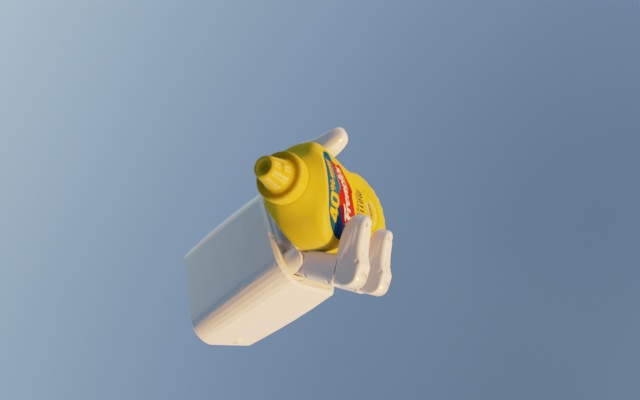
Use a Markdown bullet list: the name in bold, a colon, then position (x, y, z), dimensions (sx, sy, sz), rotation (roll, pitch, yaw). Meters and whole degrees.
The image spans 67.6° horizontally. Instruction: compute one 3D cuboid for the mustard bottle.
- **mustard bottle**: position (0.000, 0.001, 0.427), dimensions (0.058, 0.096, 0.192), rotation (-13, -21, 24)
